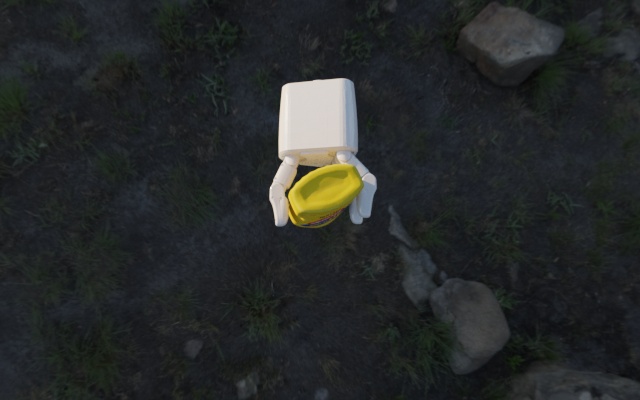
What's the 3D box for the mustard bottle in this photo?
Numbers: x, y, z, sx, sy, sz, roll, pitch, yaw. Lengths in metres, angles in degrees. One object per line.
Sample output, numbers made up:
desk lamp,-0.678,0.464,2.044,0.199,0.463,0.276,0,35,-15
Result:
mustard bottle,0.000,0.003,0.694,0.096,0.058,0.192,-24,-8,-10
